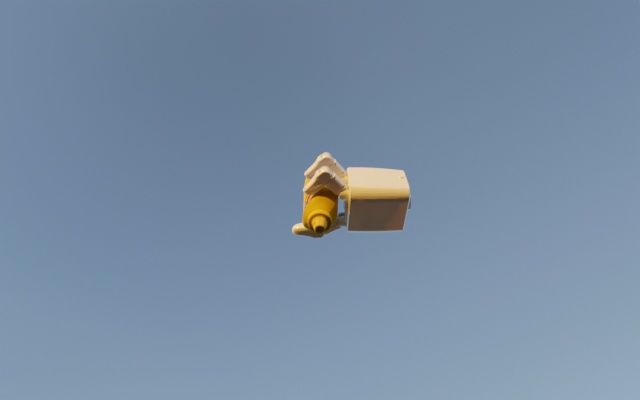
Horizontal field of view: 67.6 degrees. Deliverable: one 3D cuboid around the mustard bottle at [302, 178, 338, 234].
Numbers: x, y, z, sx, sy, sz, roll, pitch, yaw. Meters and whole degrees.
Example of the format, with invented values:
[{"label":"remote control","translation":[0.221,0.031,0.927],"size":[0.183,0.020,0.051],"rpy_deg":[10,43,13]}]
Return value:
[{"label":"mustard bottle","translation":[0.000,0.003,0.873],"size":[0.058,0.096,0.191],"rpy_deg":[23,26,-12]}]
